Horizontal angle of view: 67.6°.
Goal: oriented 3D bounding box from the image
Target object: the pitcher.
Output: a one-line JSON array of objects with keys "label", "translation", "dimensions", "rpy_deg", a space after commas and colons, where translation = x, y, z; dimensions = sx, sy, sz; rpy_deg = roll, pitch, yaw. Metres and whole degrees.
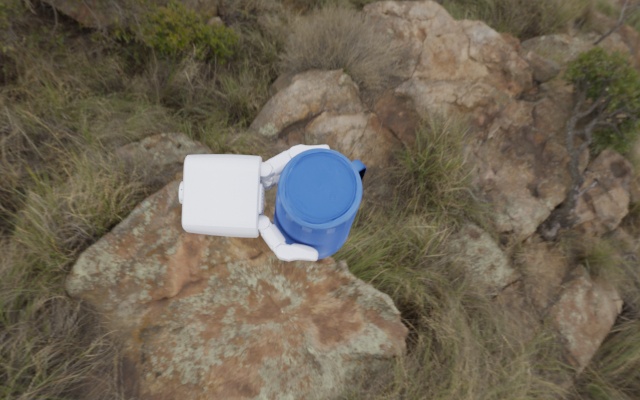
[{"label": "pitcher", "translation": [0.000, 0.002, 0.713], "dimensions": [0.145, 0.149, 0.243], "rpy_deg": [4, -13, -3]}]
